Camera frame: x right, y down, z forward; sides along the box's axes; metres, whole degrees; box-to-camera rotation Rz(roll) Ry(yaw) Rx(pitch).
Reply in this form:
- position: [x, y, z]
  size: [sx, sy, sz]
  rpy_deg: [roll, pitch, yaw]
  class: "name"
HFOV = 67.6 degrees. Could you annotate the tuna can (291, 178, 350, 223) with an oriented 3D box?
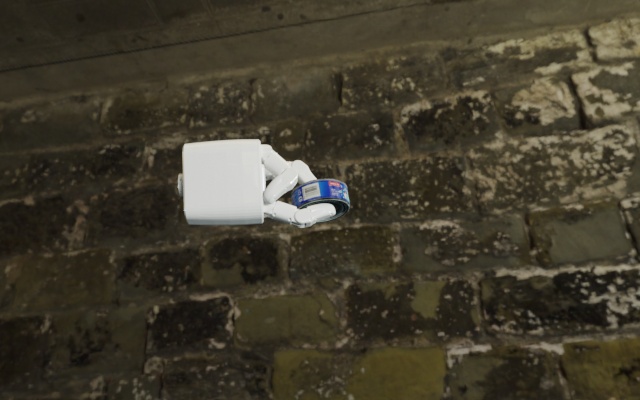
- position: [0.000, 0.003, 0.708]
  size: [0.086, 0.033, 0.086]
  rpy_deg: [-8, -25, -4]
  class: "tuna can"
